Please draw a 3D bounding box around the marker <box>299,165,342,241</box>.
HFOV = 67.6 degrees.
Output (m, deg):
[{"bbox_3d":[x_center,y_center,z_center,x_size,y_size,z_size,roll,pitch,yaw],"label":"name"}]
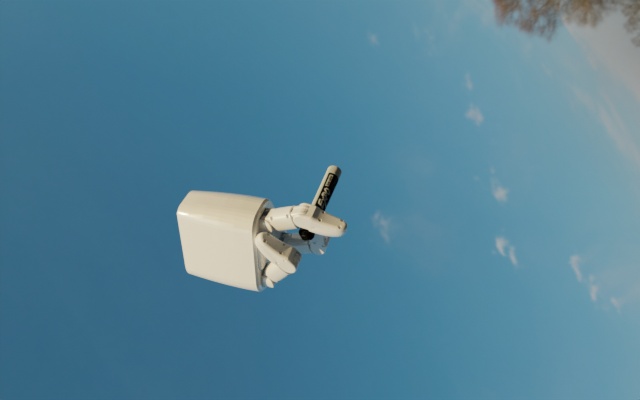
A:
[{"bbox_3d":[0.000,0.002,0.574,0.020,0.020,0.121,0,42,24],"label":"marker"}]
